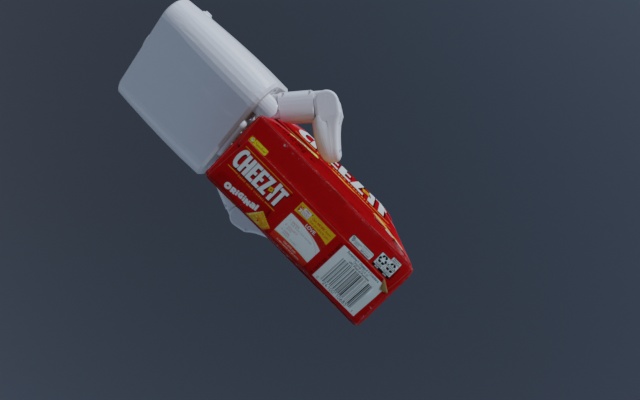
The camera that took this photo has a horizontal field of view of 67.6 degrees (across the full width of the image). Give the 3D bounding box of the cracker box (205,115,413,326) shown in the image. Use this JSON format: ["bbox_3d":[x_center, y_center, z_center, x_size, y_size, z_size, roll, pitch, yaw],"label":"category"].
[{"bbox_3d":[0.000,0.002,0.452,0.072,0.164,0.213,-44,3,9],"label":"cracker box"}]
